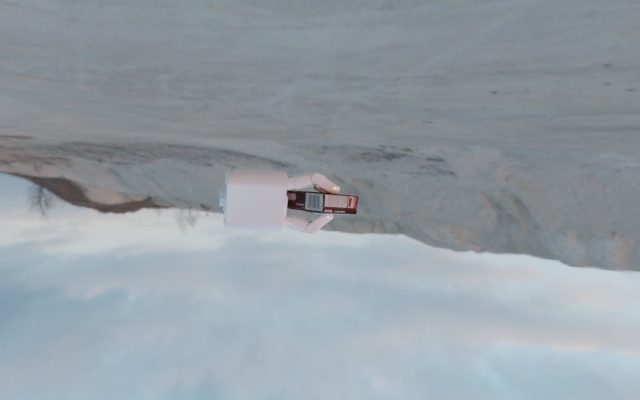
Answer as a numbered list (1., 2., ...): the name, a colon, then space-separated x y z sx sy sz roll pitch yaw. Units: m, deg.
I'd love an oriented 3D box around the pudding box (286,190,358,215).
1. pudding box: 0.000 0.003 0.896 0.090 0.039 0.113 2 5 -41
